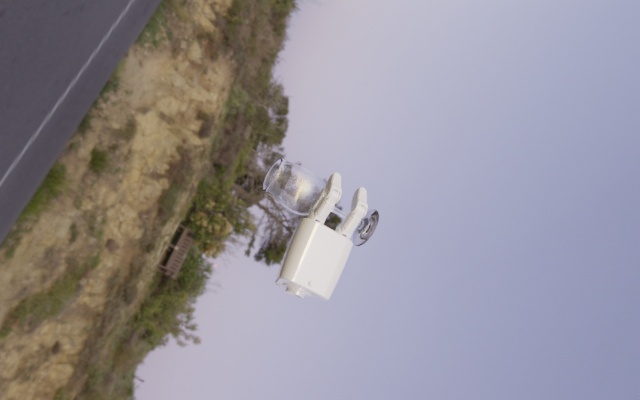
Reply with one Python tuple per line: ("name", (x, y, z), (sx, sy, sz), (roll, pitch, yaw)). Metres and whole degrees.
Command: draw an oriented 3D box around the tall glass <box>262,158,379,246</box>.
("tall glass", (0.001, 0.003, 0.826), (0.201, 0.079, 0.079), (30, -11, -19))
